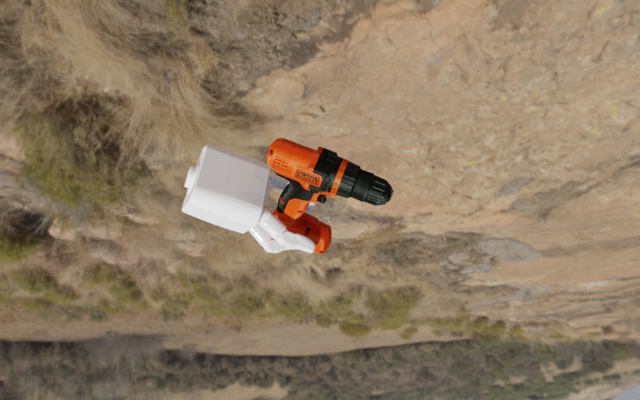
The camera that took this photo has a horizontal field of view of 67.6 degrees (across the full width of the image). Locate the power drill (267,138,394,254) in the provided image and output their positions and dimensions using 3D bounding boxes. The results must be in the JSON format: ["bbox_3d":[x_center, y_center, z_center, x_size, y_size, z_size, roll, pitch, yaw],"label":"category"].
[{"bbox_3d":[0.000,0.003,0.722,0.184,0.057,0.188,23,-42,3],"label":"power drill"}]
